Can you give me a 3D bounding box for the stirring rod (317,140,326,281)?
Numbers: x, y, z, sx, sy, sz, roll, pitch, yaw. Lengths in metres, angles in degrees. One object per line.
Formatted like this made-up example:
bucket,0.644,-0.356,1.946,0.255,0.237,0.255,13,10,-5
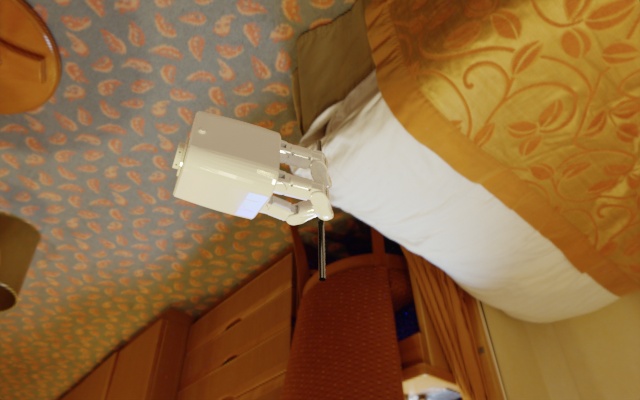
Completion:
stirring rod,0.000,0.002,0.631,0.011,0.239,0.011,-1,-42,-1
